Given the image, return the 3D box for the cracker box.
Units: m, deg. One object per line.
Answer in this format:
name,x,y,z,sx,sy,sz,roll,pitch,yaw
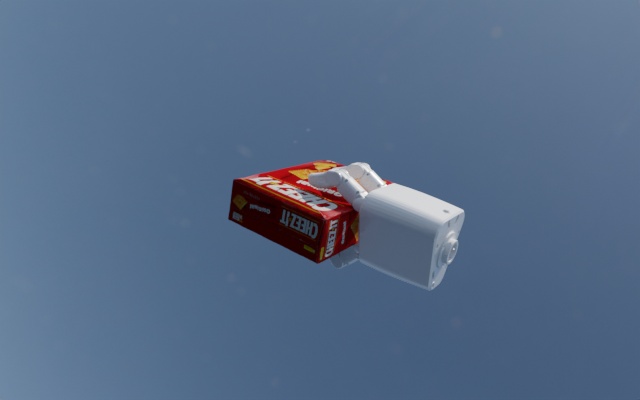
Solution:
cracker box,0.000,0.002,0.704,0.164,0.072,0.213,22,23,31
